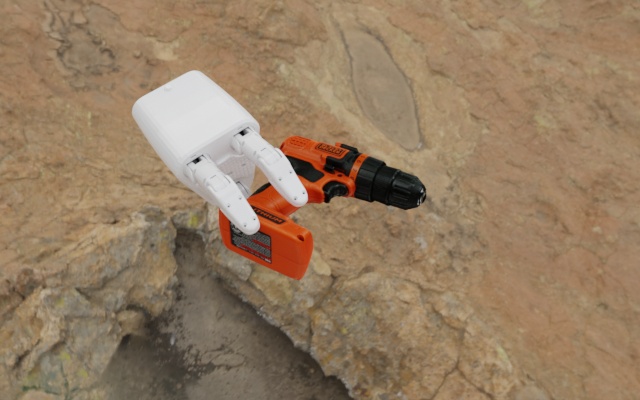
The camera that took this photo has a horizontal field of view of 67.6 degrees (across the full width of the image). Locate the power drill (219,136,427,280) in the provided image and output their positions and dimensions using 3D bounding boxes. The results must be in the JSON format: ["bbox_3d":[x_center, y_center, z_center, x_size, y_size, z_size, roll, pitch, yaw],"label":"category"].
[{"bbox_3d":[0.000,0.002,0.507,0.184,0.057,0.187,19,37,24],"label":"power drill"}]
